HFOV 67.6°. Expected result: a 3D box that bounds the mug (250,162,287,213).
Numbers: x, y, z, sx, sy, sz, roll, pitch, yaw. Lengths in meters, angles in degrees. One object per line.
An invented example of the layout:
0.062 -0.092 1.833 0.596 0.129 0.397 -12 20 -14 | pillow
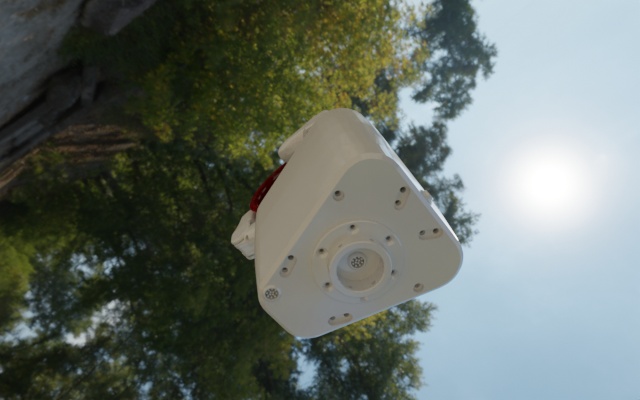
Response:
0.000 0.001 0.424 0.093 0.081 0.117 -36 19 11 | mug
